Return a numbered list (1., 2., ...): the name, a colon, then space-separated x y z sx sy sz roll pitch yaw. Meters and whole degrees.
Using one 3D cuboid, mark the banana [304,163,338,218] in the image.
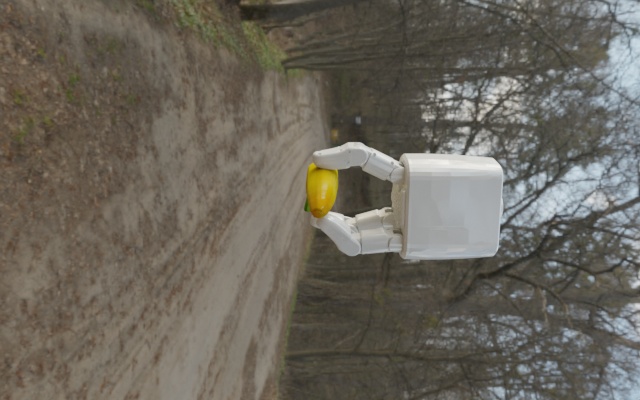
1. banana: 0.001 -0.017 0.573 0.037 0.069 0.198 4 0 -3
